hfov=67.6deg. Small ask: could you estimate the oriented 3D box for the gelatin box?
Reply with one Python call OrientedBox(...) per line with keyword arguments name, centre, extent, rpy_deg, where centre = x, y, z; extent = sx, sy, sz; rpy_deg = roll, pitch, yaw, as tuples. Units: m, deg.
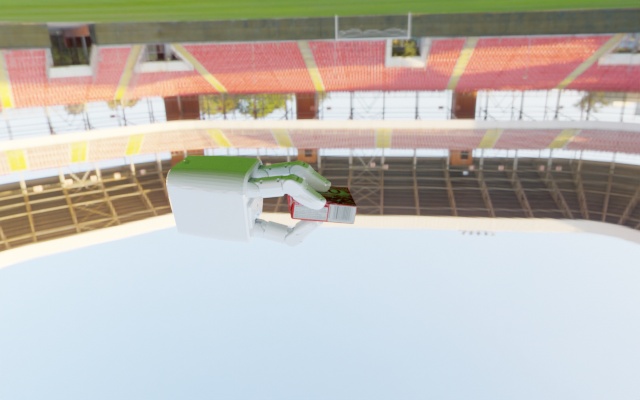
OrientedBox(name="gelatin box", centre=(0.000, 0.003, 0.660), extent=(0.089, 0.030, 0.073), rpy_deg=(5, 21, -9))
